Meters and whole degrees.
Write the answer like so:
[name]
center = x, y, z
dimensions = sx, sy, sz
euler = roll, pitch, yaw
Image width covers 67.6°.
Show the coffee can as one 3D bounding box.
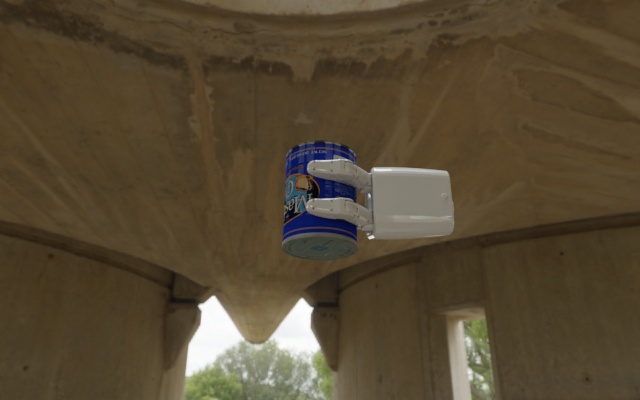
[coffee can]
center = 0.000, 0.002, 0.668
dimensions = 0.103, 0.140, 0.103
euler = 1, -23, 0
